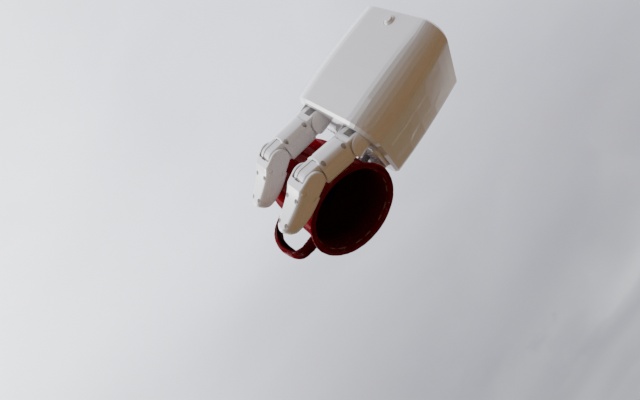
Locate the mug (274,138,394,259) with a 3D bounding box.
[{"bbox_3d":[-0.001,0.003,0.450,0.081,0.117,0.093,37,2,43],"label":"mug"}]
